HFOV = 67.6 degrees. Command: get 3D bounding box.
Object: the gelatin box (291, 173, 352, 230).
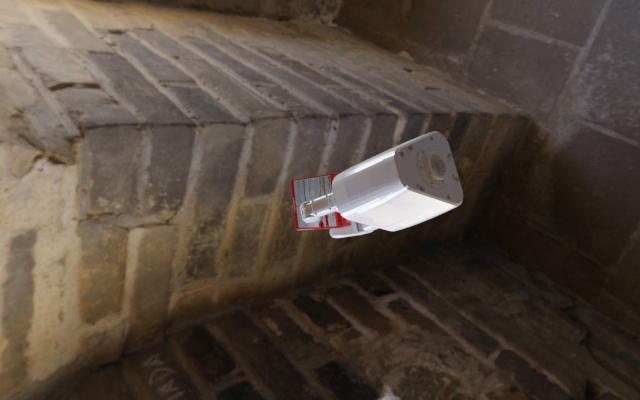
[{"bbox_3d":[0.000,0.002,0.662,0.030,0.073,0.089,-8,2,-44],"label":"gelatin box"}]
